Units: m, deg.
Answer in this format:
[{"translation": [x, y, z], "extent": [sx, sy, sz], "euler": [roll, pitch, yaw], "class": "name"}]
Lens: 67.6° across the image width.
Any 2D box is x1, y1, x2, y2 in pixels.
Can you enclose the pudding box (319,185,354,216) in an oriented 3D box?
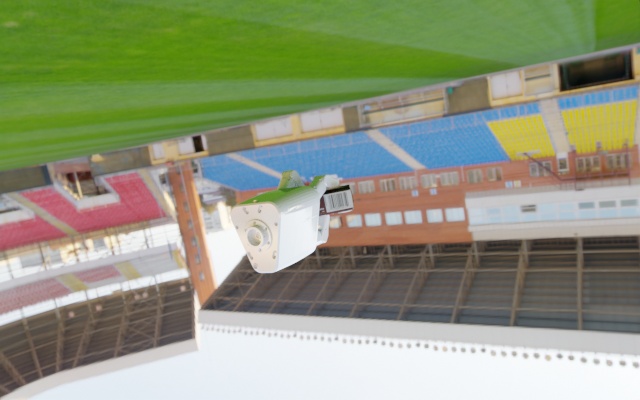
[{"translation": [0.000, 0.003, 0.828], "extent": [0.113, 0.039, 0.090], "euler": [-9, 7, 3], "class": "pudding box"}]
